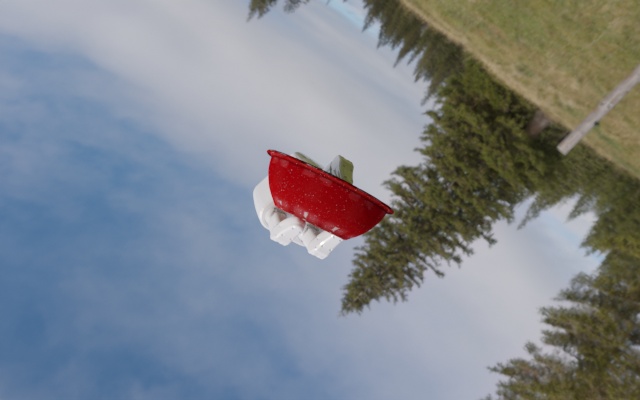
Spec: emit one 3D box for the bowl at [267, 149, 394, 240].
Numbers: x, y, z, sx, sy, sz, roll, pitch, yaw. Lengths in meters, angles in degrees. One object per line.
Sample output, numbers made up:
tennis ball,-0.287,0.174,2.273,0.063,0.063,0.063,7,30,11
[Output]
bowl,0.000,0.002,0.547,0.162,0.055,0.162,26,-3,1
